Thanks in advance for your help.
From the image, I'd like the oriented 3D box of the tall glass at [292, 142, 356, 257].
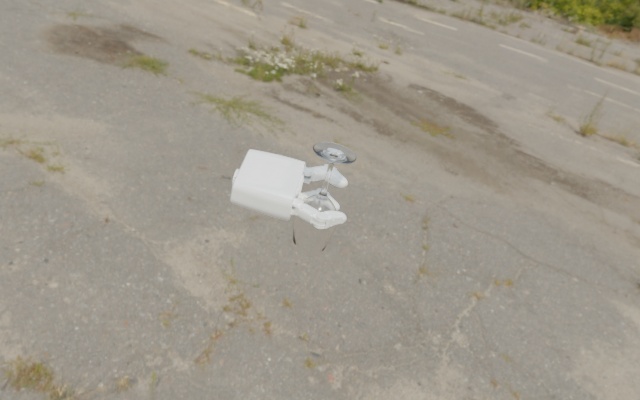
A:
[{"bbox_3d":[0.000,0.002,0.838,0.079,0.201,0.079,11,31,-7],"label":"tall glass"}]
